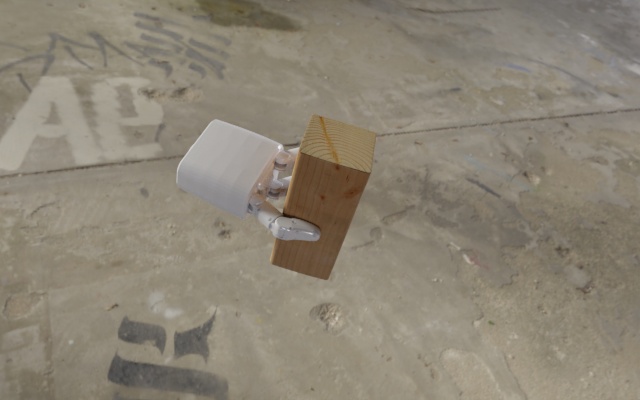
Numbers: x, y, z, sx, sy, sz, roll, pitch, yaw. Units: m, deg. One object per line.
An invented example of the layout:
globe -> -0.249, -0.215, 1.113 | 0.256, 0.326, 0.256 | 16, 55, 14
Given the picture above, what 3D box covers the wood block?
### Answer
wood block -> 0.000, 0.002, 0.649 | 0.090, 0.206, 0.090 | 17, 42, -1
